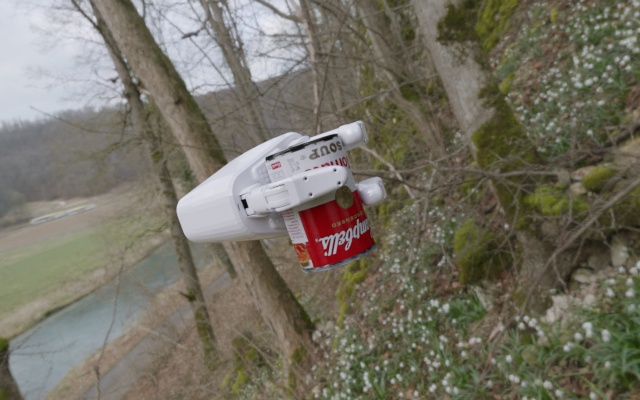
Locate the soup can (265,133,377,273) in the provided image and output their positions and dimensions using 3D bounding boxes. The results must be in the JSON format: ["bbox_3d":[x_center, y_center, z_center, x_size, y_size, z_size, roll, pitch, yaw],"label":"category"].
[{"bbox_3d":[0.000,0.001,0.407,0.068,0.102,0.068,-19,5,2],"label":"soup can"}]
